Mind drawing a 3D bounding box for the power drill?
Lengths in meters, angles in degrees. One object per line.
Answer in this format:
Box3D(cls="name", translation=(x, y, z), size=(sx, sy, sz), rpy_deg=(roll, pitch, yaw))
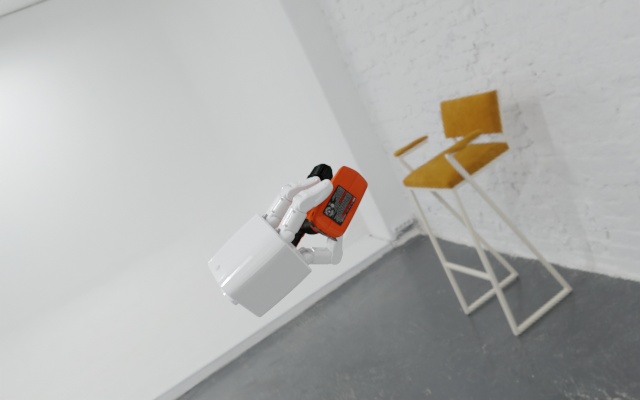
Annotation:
Box3D(cls="power drill", translation=(0.000, 0.003, 0.767), size=(0.057, 0.184, 0.188), rpy_deg=(33, -21, -15))
